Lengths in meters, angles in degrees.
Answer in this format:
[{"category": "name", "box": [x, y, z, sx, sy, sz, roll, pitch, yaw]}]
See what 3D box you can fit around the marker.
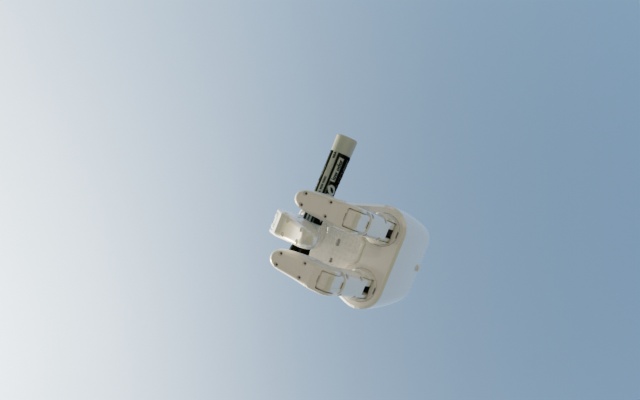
[{"category": "marker", "box": [0.000, 0.001, 0.415, 0.020, 0.121, 0.020, 23, 2, -1]}]
